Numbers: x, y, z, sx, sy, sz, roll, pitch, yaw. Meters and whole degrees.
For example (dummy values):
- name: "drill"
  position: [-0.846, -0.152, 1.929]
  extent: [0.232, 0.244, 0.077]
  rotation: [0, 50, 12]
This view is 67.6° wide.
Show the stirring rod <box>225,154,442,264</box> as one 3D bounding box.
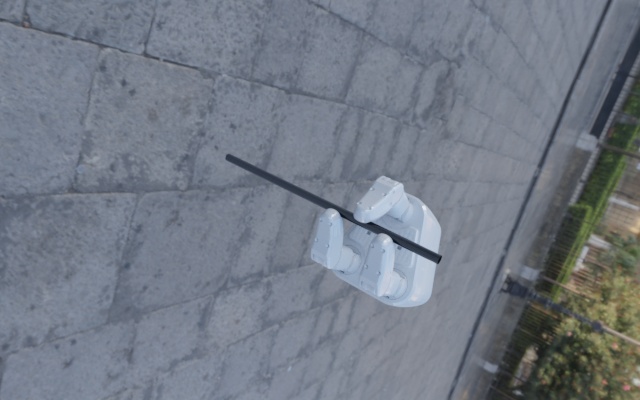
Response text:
- name: "stirring rod"
  position: [0.000, 0.001, 0.440]
  extent: [0.239, 0.011, 0.011]
  rotation: [26, 13, 28]
